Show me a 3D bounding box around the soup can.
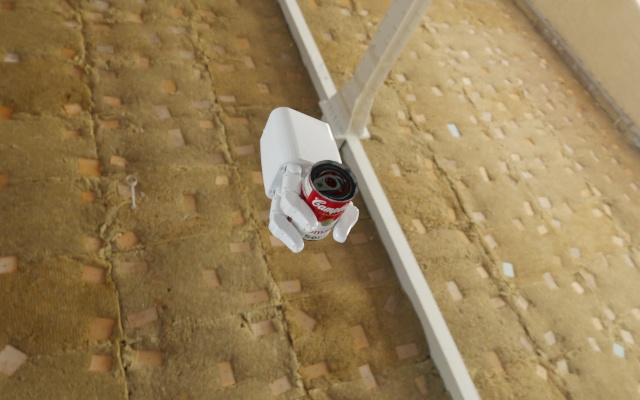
[{"bbox_3d":[0.000,0.003,0.653,0.068,0.068,0.102,0,-35,-25],"label":"soup can"}]
